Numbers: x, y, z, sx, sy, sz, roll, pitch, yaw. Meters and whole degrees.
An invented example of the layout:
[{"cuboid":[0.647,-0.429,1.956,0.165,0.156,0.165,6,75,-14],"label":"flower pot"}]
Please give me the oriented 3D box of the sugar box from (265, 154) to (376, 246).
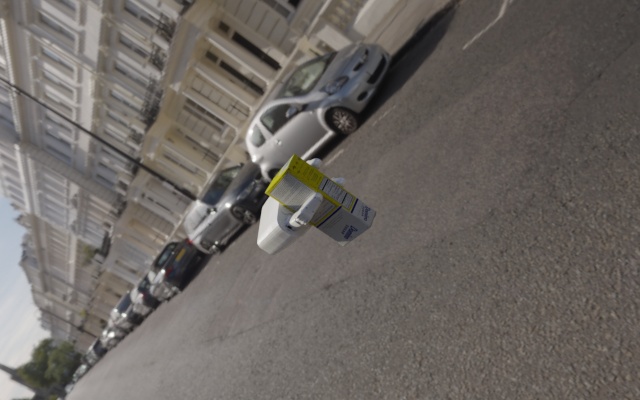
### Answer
[{"cuboid":[0.000,0.002,0.837,0.176,0.048,0.093,33,-38,-12],"label":"sugar box"}]
